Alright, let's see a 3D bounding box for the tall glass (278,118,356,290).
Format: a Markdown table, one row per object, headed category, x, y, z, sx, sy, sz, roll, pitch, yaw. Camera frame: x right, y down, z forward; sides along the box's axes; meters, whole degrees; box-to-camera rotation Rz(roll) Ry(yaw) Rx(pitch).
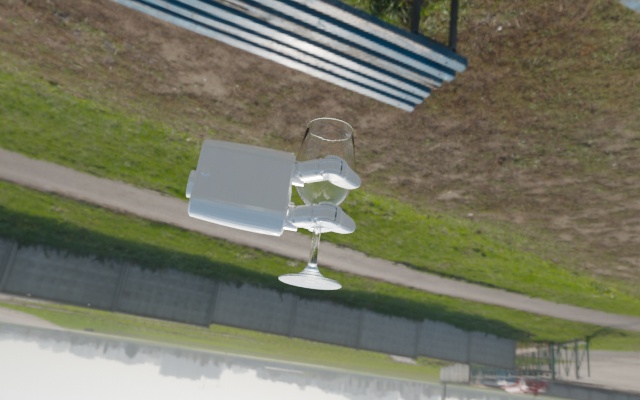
| category | x | y | z | sx | sy | sz | roll | pitch | yaw |
| --- | --- | --- | --- | --- | --- | --- | --- | --- | --- |
| tall glass | 0.000 | 0.003 | 0.584 | 0.079 | 0.201 | 0.079 | 7 | -19 | 2 |
